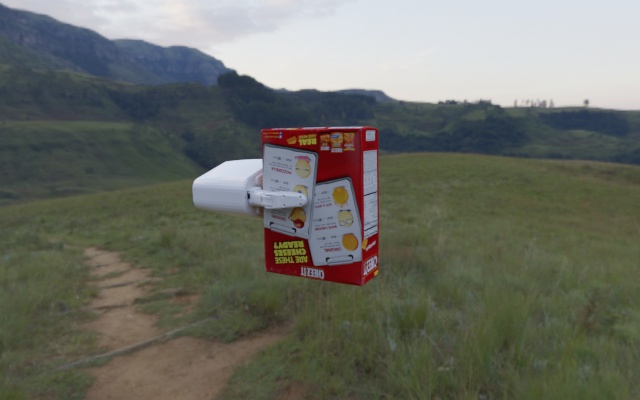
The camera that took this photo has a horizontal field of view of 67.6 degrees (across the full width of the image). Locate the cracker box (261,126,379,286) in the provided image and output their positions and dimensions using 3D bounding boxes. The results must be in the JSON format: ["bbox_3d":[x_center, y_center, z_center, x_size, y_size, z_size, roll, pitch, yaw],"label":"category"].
[{"bbox_3d":[0.000,0.002,0.692,0.164,0.214,0.072,4,10,30],"label":"cracker box"}]
